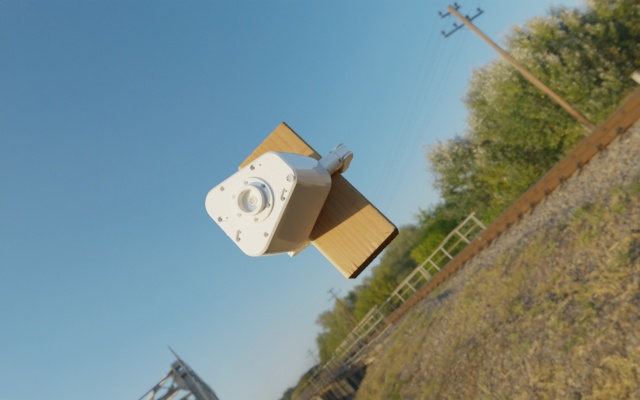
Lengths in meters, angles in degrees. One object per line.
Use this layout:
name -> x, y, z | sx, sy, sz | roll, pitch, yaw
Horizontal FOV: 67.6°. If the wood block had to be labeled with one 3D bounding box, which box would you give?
wood block -> 0.000, 0.002, 0.649 | 0.206, 0.091, 0.090 | 44, 1, 14
